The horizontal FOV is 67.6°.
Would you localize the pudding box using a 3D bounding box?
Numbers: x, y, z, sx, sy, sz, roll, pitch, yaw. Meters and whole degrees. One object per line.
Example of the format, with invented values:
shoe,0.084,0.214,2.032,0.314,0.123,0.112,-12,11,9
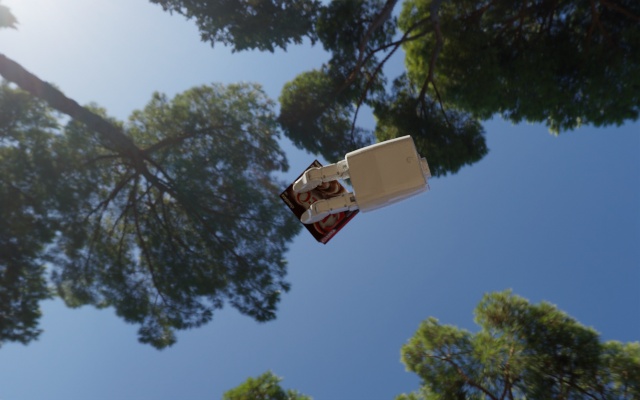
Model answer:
pudding box,0.000,0.003,0.786,0.113,0.090,0.039,48,5,27
